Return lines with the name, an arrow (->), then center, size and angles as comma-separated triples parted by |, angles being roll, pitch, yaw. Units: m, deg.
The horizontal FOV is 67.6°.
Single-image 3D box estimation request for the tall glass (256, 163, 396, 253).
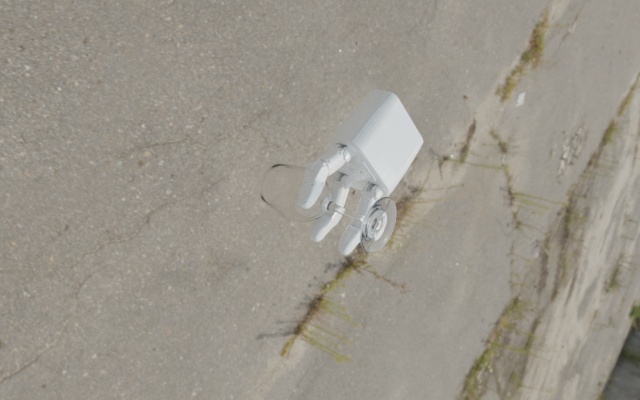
tall glass -> 0.000, 0.002, 0.653 | 0.201, 0.079, 0.079 | 21, 13, 37
